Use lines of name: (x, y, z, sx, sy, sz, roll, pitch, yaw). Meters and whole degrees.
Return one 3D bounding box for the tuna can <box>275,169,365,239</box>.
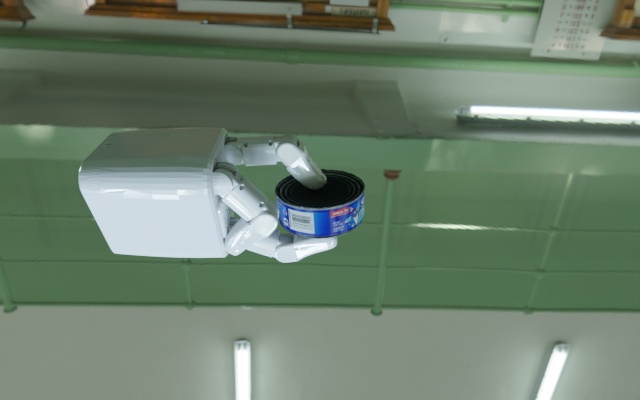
tuna can: (0.000, 0.002, 0.463, 0.086, 0.034, 0.086, -2, 27, 1)
